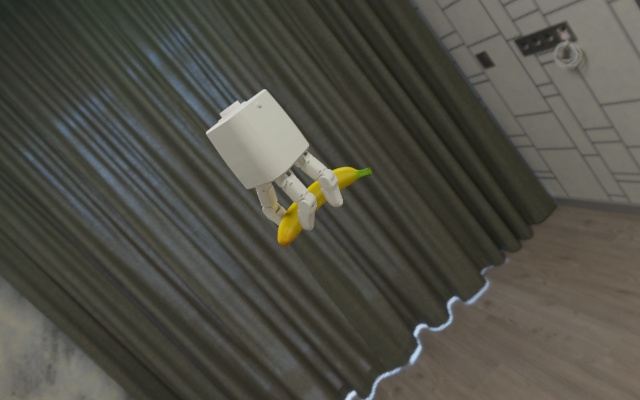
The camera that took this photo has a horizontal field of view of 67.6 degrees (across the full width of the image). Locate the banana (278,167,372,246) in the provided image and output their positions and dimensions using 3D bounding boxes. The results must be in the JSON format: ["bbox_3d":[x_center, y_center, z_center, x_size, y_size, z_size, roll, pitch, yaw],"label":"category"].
[{"bbox_3d":[-0.007,0.000,0.763,0.197,0.037,0.069,-41,20,-22],"label":"banana"}]
